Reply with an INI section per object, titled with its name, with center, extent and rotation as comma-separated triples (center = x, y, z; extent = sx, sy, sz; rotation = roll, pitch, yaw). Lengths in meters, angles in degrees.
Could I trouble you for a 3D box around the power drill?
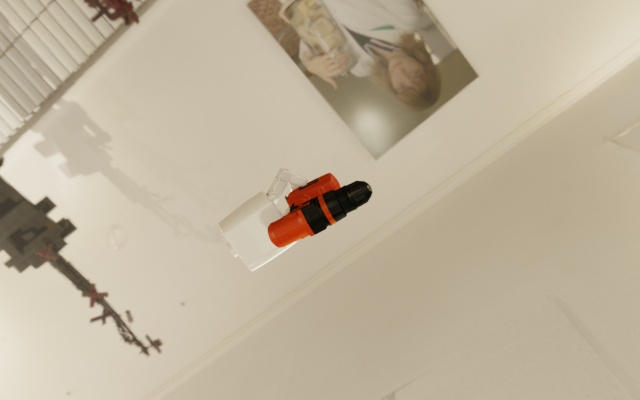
[power drill]
center = 0.000, 0.003, 0.837
extent = 0.184, 0.057, 0.187
rotation = -26, 11, 8
